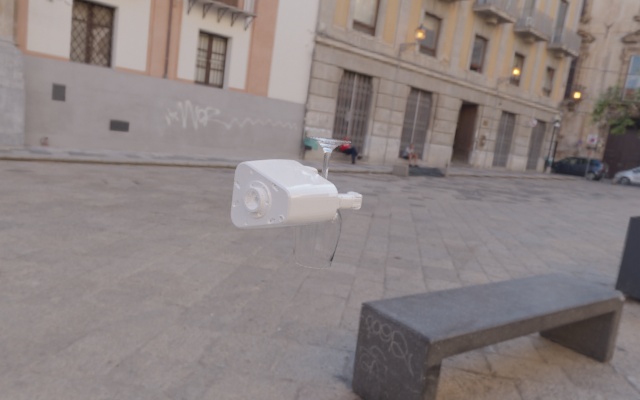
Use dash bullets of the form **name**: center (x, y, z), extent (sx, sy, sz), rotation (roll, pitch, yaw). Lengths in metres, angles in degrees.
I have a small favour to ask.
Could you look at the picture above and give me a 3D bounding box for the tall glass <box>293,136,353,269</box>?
- **tall glass**: center (0.000, 0.002, 0.753), extent (0.079, 0.201, 0.079), rotation (7, 9, -1)
